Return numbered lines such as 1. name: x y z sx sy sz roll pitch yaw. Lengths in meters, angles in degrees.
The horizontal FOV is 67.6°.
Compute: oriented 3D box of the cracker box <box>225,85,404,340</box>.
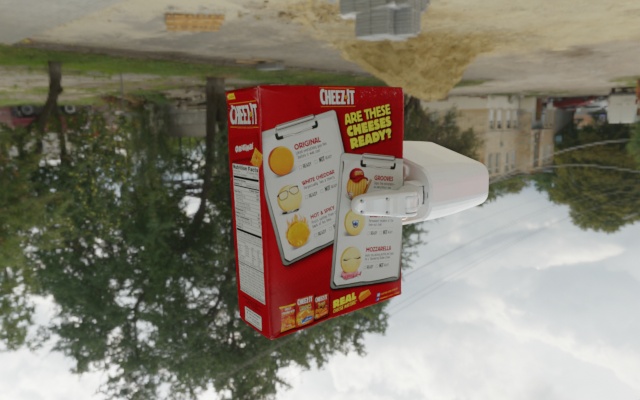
1. cracker box: 0.000 0.002 0.457 0.164 0.214 0.072 -9 12 -36
